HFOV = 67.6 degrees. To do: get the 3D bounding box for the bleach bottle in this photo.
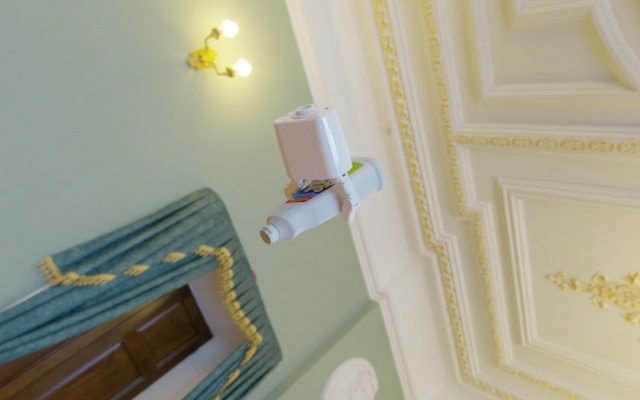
[{"bbox_3d":[0.000,0.003,0.855,0.250,0.068,0.102,-35,28,-33],"label":"bleach bottle"}]
